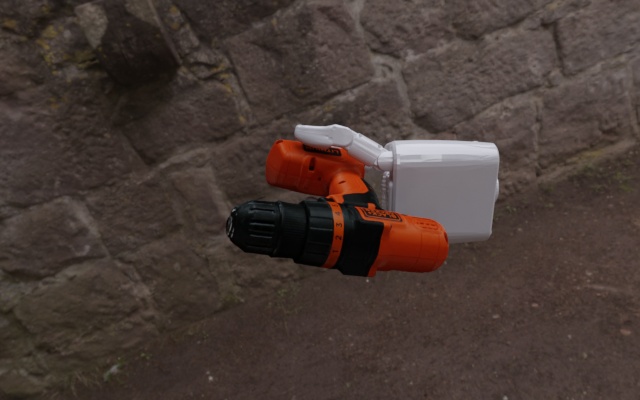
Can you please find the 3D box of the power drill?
[{"bbox_3d":[0.000,0.001,0.439,0.184,0.057,0.187,10,23,-20],"label":"power drill"}]
